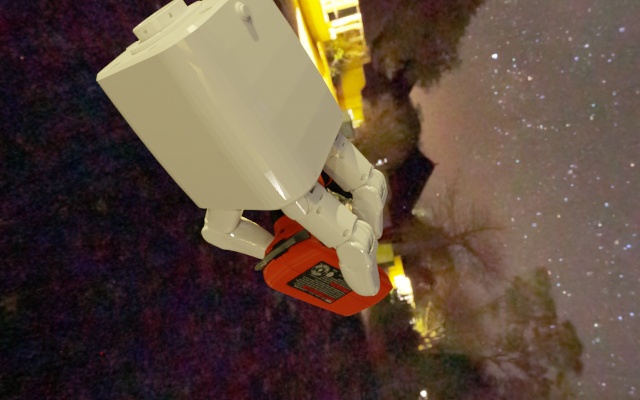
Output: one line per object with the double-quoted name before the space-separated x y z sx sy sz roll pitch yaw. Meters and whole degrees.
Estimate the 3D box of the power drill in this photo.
"power drill" 0.000 0.002 0.415 0.057 0.187 0.184 -39 -45 24
